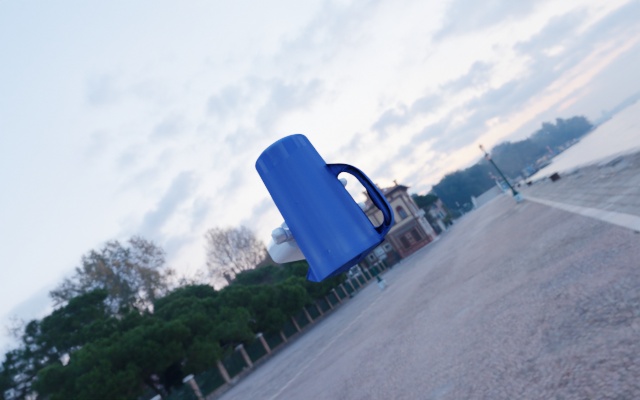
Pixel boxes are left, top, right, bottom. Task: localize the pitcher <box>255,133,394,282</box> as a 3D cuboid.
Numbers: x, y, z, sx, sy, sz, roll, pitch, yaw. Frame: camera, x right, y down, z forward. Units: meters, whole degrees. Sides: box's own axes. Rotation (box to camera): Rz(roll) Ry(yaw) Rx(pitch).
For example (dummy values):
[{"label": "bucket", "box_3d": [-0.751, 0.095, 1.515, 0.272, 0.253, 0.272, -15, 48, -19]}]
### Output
[{"label": "pitcher", "box_3d": [0.000, 0.003, 0.816, 0.149, 0.243, 0.145, -27, -12, -28]}]
